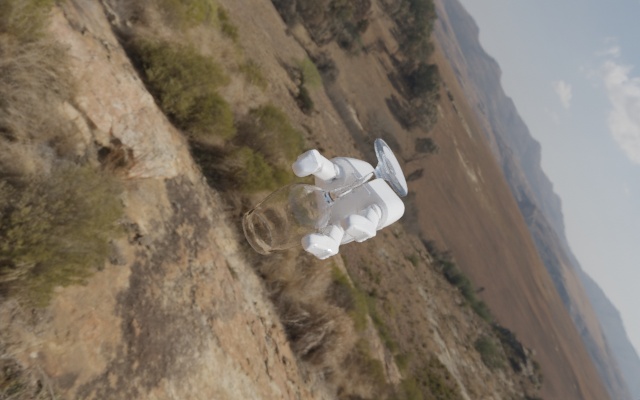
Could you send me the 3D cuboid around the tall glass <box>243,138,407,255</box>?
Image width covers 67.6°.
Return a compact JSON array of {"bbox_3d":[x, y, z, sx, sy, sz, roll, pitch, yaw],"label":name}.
[{"bbox_3d":[0.001,0.002,0.587,0.201,0.079,0.079,-26,-11,23],"label":"tall glass"}]
